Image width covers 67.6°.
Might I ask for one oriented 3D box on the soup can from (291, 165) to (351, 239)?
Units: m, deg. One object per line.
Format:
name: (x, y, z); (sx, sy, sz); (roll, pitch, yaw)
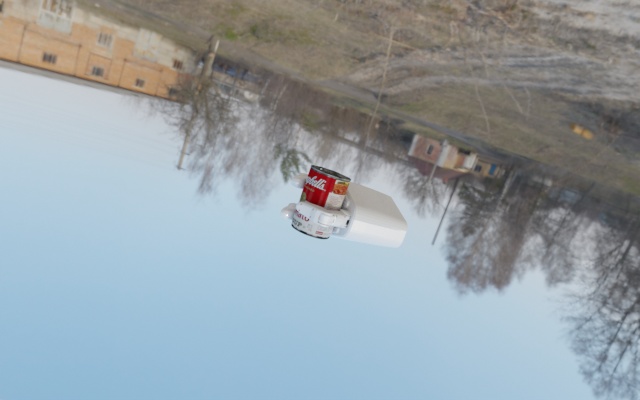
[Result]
soup can: (0.000, 0.003, 0.761); (0.068, 0.102, 0.068); (19, 11, -4)
